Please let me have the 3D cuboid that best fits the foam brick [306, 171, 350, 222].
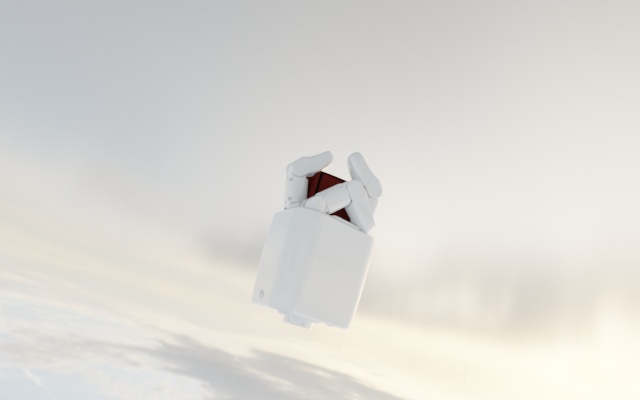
[{"bbox_3d":[0.000,0.002,0.577,0.053,0.051,0.078,20,-15,-21],"label":"foam brick"}]
